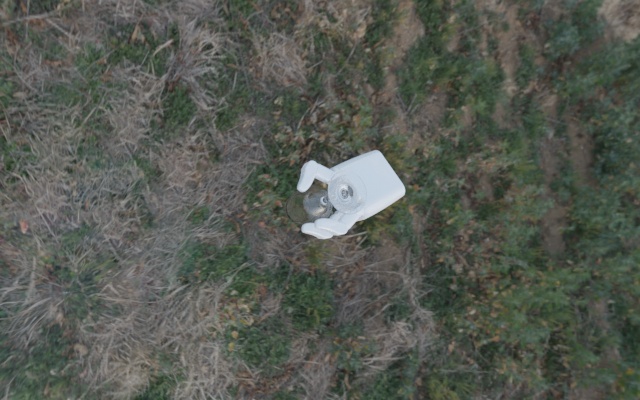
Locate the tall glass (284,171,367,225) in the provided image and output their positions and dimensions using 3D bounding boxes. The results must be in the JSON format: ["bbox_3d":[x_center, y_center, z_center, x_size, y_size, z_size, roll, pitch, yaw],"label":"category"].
[{"bbox_3d":[0.000,0.003,0.879,0.079,0.079,0.201,0,-10,-28],"label":"tall glass"}]
